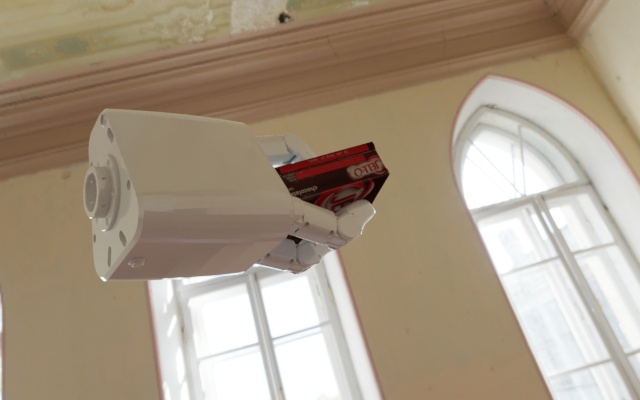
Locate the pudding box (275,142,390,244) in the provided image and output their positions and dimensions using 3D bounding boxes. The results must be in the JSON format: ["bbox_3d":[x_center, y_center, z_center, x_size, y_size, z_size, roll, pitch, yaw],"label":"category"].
[{"bbox_3d":[0.000,0.001,0.416,0.090,0.039,0.113,-16,-21,-17],"label":"pudding box"}]
